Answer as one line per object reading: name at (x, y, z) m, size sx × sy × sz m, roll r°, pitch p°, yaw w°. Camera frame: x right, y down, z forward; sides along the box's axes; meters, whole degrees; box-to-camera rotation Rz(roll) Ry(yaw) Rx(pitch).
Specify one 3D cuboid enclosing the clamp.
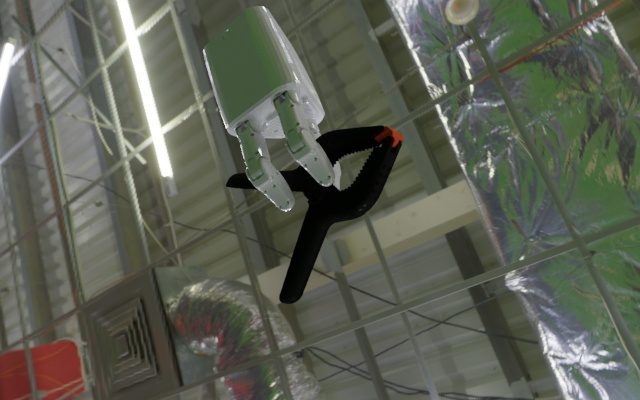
clamp at (0.001, 0.001, 0.499) m, size 0.210 × 0.164 × 0.036 m, roll -30°, pitch -17°, yaw 26°
